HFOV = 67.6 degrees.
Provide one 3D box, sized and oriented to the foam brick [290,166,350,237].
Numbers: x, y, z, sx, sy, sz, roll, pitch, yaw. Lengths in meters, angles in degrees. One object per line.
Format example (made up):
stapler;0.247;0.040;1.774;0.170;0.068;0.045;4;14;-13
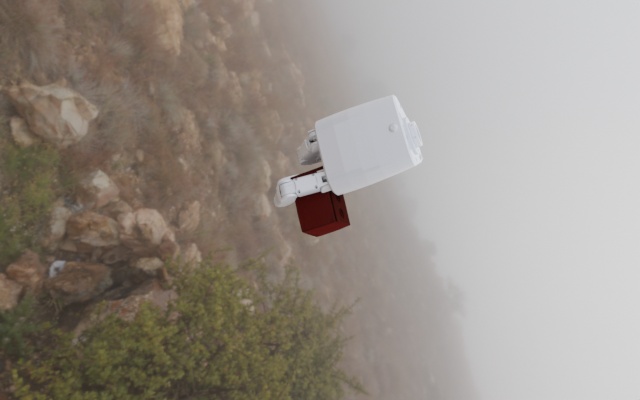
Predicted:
foam brick;0.000;0.002;0.626;0.051;0.078;0.053;-18;-15;18
